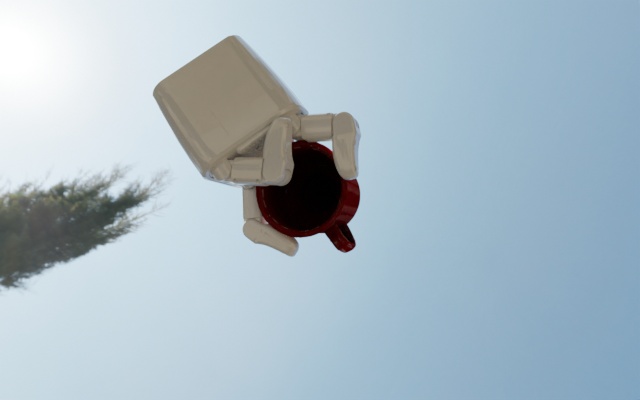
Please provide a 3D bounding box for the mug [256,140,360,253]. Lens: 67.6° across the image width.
[{"bbox_3d":[0.001,0.003,0.485,0.093,0.117,0.081,-39,-15,11],"label":"mug"}]
